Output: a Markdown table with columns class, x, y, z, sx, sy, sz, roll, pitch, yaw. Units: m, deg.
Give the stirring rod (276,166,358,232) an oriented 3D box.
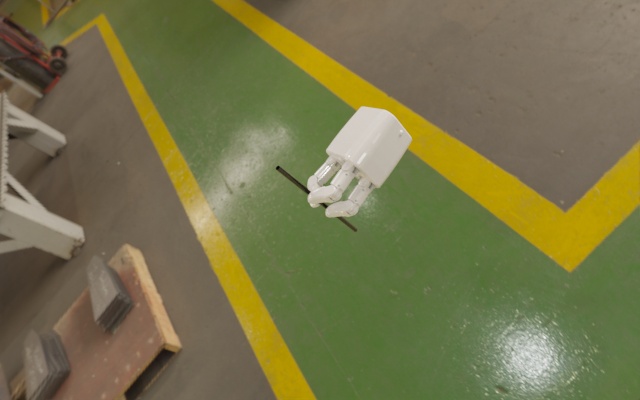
| class | x | y | z | sx | sy | sz | roll | pitch | yaw |
| --- | --- | --- | --- | --- | --- | --- | --- | --- | --- |
| stirring rod | 0.000 | 0.003 | 0.835 | 0.011 | 0.011 | 0.240 | 0 | -27 | 39 |
